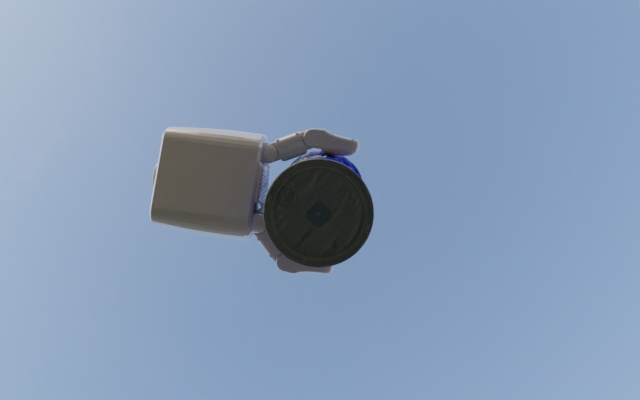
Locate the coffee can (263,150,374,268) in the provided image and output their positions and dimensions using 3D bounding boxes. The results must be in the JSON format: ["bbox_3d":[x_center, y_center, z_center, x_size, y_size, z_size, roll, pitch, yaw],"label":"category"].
[{"bbox_3d":[0.000,0.002,0.508,0.103,0.103,0.140,0,9,2],"label":"coffee can"}]
